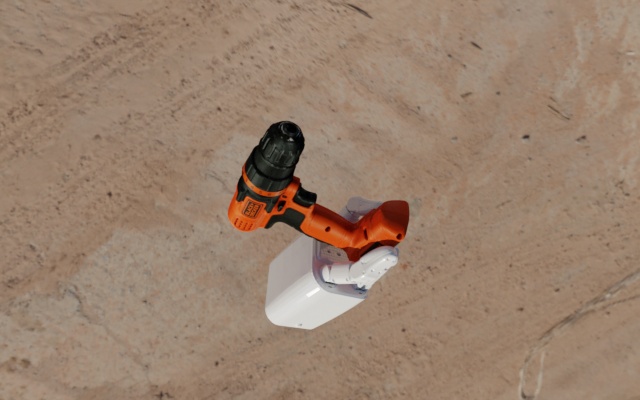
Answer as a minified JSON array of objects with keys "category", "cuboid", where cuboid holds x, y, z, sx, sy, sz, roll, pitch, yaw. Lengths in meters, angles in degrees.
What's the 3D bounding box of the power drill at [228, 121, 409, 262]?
[{"category":"power drill","cuboid":[0.000,0.002,0.531,0.187,0.057,0.184,23,-35,-11]}]
